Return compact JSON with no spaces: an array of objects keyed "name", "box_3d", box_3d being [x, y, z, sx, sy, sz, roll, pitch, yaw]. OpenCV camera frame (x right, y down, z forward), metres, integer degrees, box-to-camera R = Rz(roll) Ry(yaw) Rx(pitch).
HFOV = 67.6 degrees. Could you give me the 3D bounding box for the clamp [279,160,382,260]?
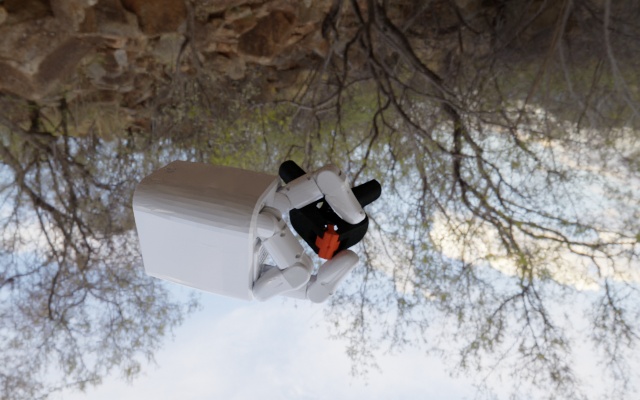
[{"name":"clamp","box_3d":[0.000,0.002,0.494,0.120,0.039,0.171,11,22,7]}]
